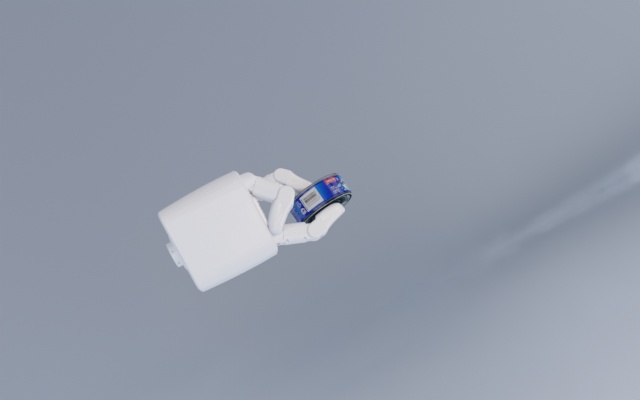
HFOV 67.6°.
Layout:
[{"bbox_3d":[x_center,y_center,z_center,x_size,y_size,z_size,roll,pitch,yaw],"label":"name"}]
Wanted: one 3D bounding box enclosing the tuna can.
[{"bbox_3d":[0.000,0.003,0.645,0.086,0.033,0.086,-33,-14,-9],"label":"tuna can"}]
